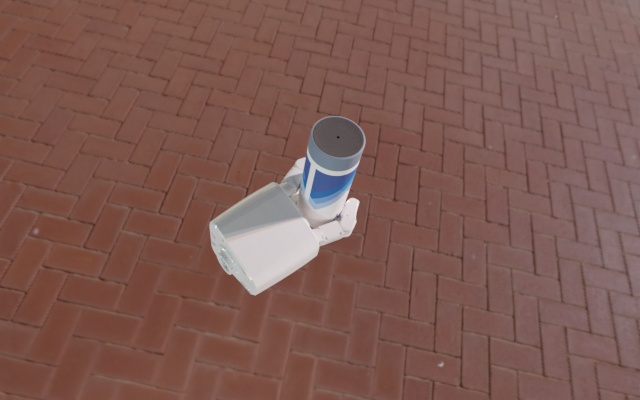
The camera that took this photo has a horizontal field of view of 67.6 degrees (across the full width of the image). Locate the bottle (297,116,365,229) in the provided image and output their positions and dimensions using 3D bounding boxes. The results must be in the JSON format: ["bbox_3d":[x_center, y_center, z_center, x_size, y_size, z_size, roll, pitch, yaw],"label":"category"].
[{"bbox_3d":[0.000,0.002,0.689,0.069,0.069,0.296,0,-32,-10],"label":"bottle"}]
